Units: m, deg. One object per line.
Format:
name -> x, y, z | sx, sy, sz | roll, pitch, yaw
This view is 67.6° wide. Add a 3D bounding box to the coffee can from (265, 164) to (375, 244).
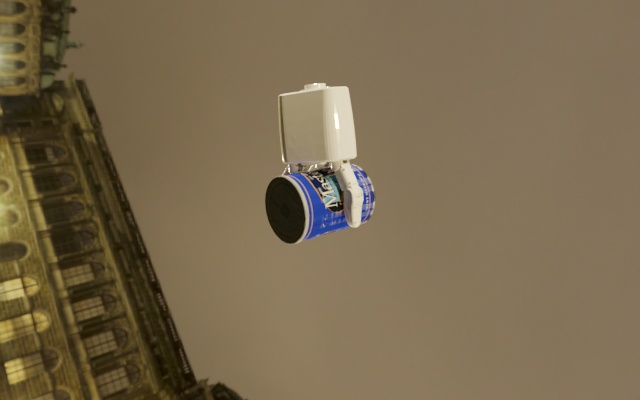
coffee can -> 0.000, 0.003, 0.743 | 0.140, 0.103, 0.103 | -13, 8, -38
